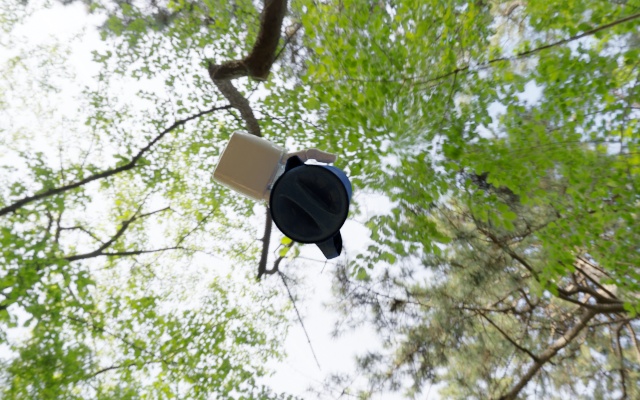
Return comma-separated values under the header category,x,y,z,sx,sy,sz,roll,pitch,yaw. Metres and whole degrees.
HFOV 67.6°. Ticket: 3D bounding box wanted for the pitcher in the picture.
category,x,y,z,sx,sy,sz,roll,pitch,yaw
pitcher,0.000,0.003,0.888,0.145,0.149,0.243,22,9,5
